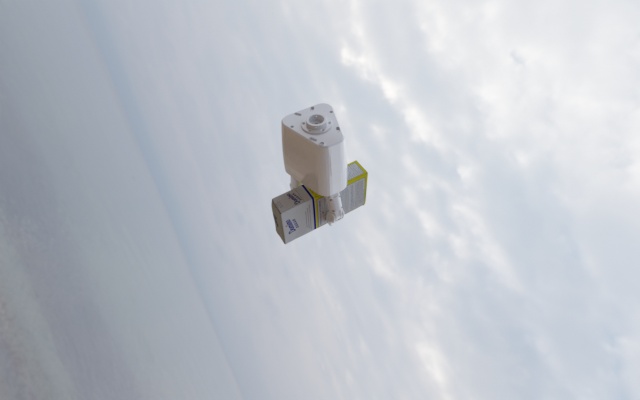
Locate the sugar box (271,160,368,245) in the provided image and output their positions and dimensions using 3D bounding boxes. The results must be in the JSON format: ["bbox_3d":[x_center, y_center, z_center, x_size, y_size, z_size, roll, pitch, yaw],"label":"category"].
[{"bbox_3d":[0.000,0.002,0.858,0.176,0.048,0.093,-23,-37,-17],"label":"sugar box"}]
